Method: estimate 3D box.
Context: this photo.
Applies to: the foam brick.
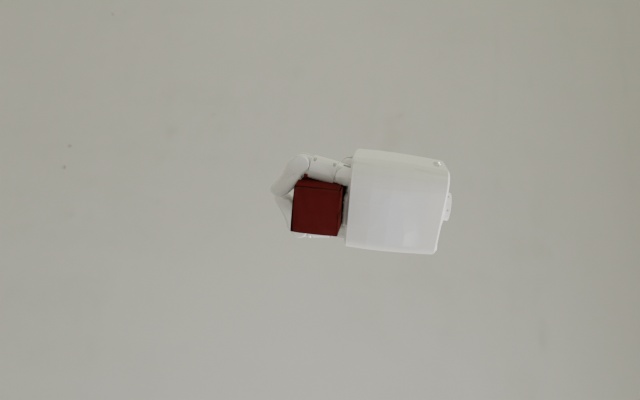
[{"bbox_3d":[0.000,0.002,0.536,0.051,0.053,0.078,7,16,6],"label":"foam brick"}]
